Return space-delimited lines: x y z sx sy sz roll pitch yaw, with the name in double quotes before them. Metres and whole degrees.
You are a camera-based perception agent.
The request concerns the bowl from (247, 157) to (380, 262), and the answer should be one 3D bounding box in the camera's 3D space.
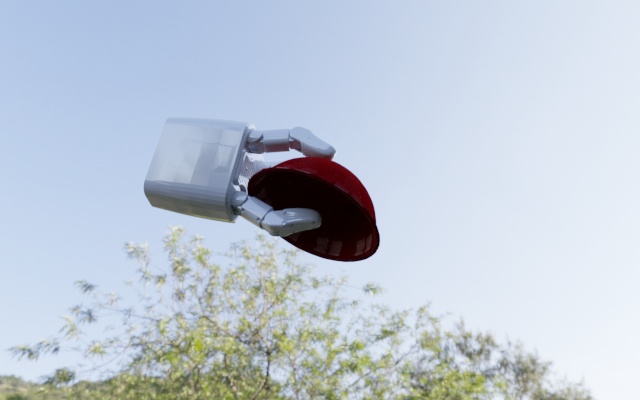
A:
"bowl" 0.001 0.002 0.543 0.162 0.055 0.162 20 -33 14
